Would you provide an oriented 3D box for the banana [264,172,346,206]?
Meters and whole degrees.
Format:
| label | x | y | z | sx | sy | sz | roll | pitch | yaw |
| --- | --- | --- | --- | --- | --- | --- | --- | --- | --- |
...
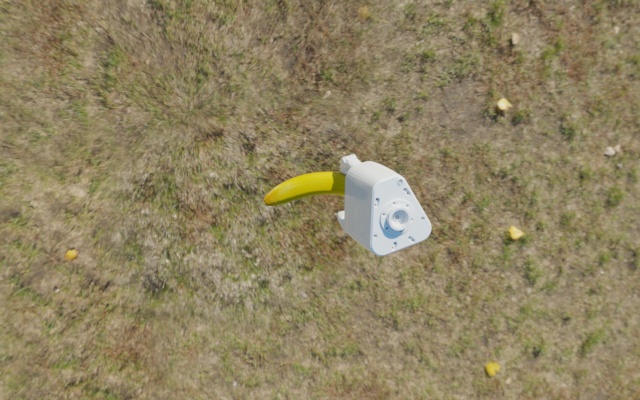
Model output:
| label | x | y | z | sx | sy | sz | roll | pitch | yaw |
| --- | --- | --- | --- | --- | --- | --- | --- | --- | --- |
| banana | 0.006 | -0.015 | 0.797 | 0.198 | 0.070 | 0.037 | 6 | 14 | -17 |
